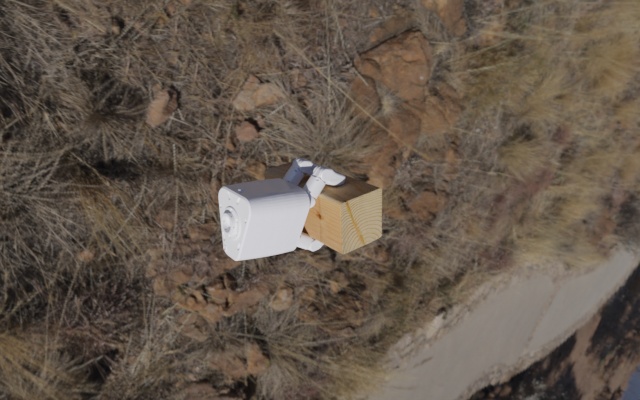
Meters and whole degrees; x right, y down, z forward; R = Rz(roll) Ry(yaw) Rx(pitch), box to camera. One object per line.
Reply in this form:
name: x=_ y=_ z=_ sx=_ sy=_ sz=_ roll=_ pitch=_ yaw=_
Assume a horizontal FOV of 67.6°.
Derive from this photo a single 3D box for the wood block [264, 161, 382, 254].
wood block: x=0.000 y=0.003 z=0.817 sx=0.090 sy=0.091 sz=0.206 roll=-20 pitch=30 yaw=-35
